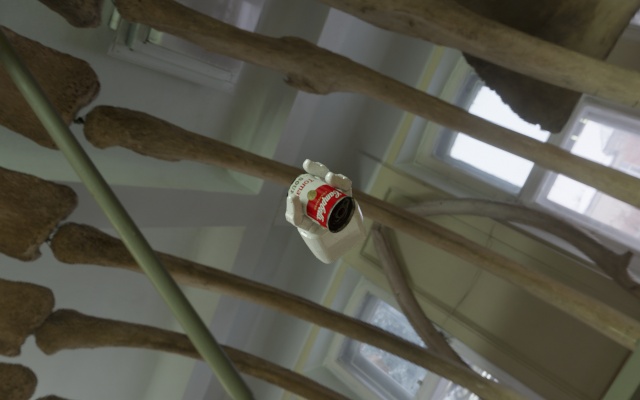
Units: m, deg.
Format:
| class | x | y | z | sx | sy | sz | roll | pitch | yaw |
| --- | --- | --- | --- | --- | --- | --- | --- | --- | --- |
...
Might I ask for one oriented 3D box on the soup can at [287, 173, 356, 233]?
| class | x | y | z | sx | sy | sz | roll | pitch | yaw |
| --- | --- | --- | --- | --- | --- | --- | --- | --- | --- |
| soup can | 0.000 | 0.002 | 0.818 | 0.102 | 0.068 | 0.068 | 31 | 19 | 34 |
